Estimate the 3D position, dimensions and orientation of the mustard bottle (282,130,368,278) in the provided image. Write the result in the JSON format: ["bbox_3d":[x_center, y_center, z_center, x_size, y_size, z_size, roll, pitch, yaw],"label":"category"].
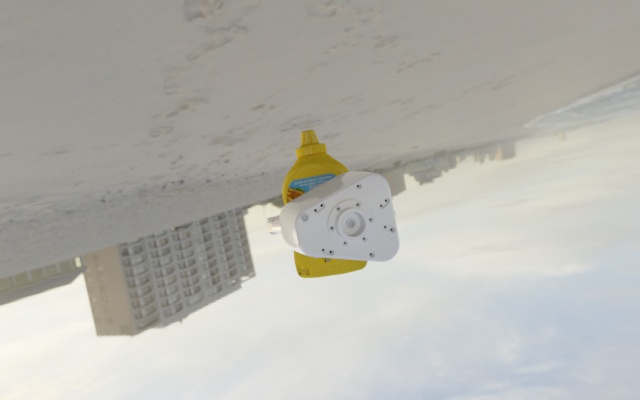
[{"bbox_3d":[0.000,0.002,0.634,0.096,0.191,0.058,-10,3,13],"label":"mustard bottle"}]
